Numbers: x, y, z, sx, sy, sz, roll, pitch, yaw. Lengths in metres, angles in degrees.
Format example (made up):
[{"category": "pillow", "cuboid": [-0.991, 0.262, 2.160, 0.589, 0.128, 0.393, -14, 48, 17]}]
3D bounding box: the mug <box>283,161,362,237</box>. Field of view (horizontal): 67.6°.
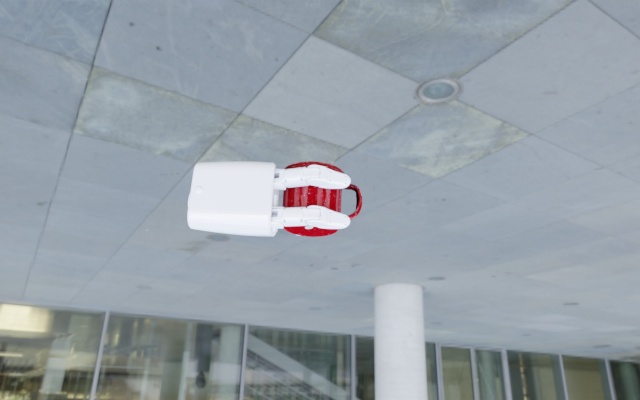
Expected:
[{"category": "mug", "cuboid": [0.002, 0.002, 0.670, 0.117, 0.081, 0.093, 2, -22, 0]}]
